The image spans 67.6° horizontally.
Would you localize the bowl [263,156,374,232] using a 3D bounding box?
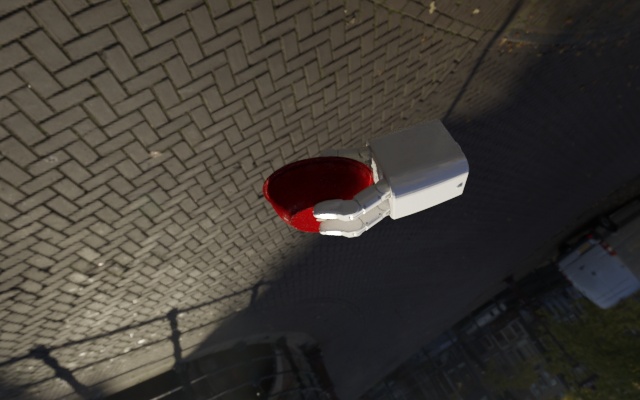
[{"bbox_3d":[-0.001,0.003,0.677,0.162,0.055,0.162,-6,-26,-3],"label":"bowl"}]
